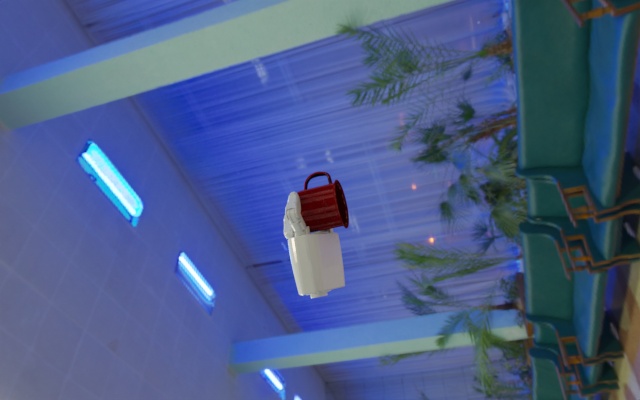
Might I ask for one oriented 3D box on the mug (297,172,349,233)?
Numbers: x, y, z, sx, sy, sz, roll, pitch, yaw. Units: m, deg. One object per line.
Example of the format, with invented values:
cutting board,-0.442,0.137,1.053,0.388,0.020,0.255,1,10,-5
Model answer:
mug,0.000,0.002,0.898,0.081,0.117,0.093,-12,-10,14
